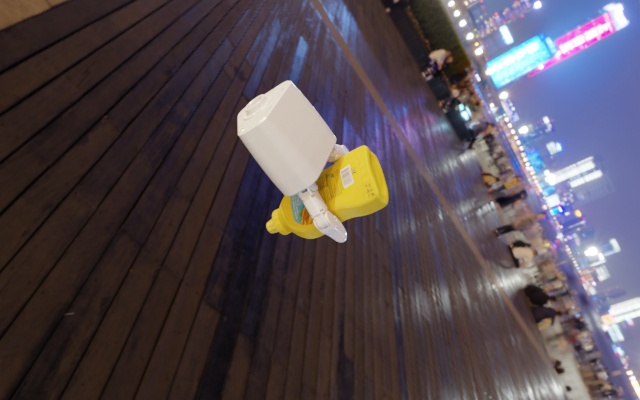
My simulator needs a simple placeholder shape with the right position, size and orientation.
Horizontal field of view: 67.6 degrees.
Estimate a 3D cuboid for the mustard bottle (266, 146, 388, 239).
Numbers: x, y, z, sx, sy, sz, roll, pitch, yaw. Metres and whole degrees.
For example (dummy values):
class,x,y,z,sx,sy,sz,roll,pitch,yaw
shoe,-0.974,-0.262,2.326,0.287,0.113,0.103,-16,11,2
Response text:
class,x,y,z,sx,sy,sz,roll,pitch,yaw
mustard bottle,0.001,0.002,0.692,0.192,0.096,0.058,-27,-37,23
